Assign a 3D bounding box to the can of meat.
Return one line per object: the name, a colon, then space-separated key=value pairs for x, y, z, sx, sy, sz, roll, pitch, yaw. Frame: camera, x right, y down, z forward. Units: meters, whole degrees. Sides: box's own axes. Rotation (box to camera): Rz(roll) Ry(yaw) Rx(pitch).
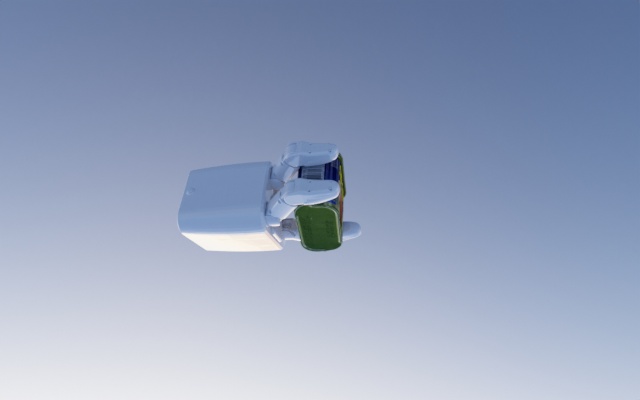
can of meat: x=0.000 y=0.002 z=0.579 sx=0.057 sy=0.084 sz=0.102 roll=-1 pitch=-38 yaw=6
